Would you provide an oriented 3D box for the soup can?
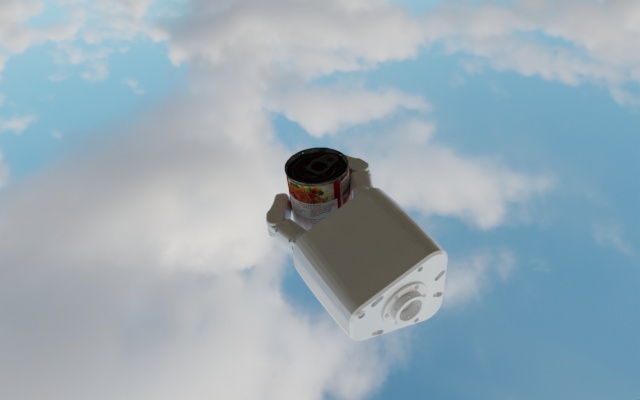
[{"bbox_3d":[0.000,0.002,0.530,0.068,0.102,0.068,-4,39,3],"label":"soup can"}]
